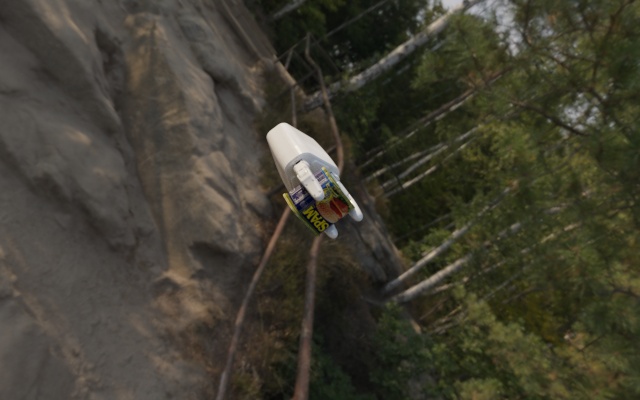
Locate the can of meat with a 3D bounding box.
[{"bbox_3d":[0.000,0.002,0.813,0.084,0.057,0.102,-37,-43,4],"label":"can of meat"}]
